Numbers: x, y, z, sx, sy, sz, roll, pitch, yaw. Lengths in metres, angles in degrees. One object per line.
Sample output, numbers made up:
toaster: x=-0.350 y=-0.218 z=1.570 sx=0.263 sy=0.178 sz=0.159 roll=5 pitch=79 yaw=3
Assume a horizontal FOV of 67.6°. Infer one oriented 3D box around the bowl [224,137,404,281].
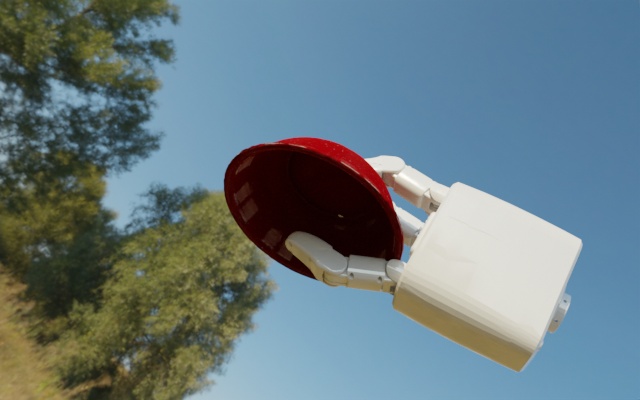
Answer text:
bowl: x=-0.001 y=0.000 z=0.412 sx=0.162 sy=0.162 sz=0.055 roll=0 pitch=42 yaw=31
